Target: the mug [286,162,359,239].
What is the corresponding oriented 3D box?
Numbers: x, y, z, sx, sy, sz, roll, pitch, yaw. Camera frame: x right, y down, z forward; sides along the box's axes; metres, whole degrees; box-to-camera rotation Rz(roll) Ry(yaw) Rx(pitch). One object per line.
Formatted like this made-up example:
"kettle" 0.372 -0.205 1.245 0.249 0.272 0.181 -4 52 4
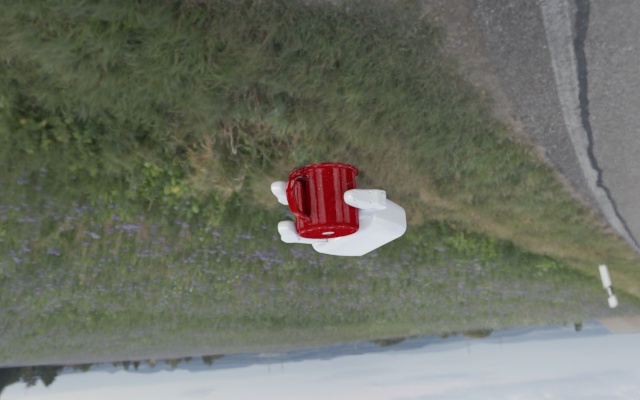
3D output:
"mug" -0.001 0.002 0.612 0.093 0.081 0.117 -15 -18 35
